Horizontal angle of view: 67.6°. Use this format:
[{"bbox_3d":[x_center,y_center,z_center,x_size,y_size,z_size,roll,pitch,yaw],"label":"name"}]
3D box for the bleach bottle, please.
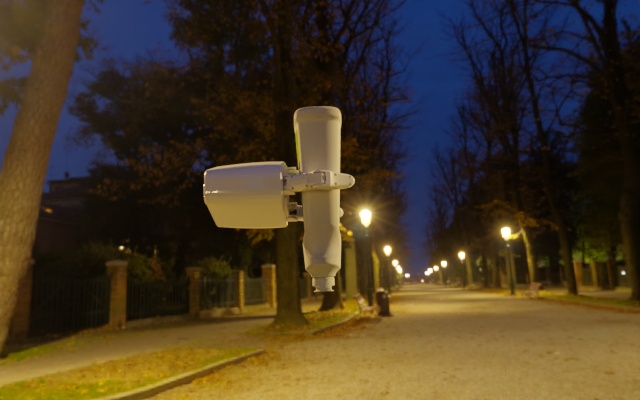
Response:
[{"bbox_3d":[0.000,0.002,0.679,0.068,0.250,0.102,-2,-10,-1],"label":"bleach bottle"}]
